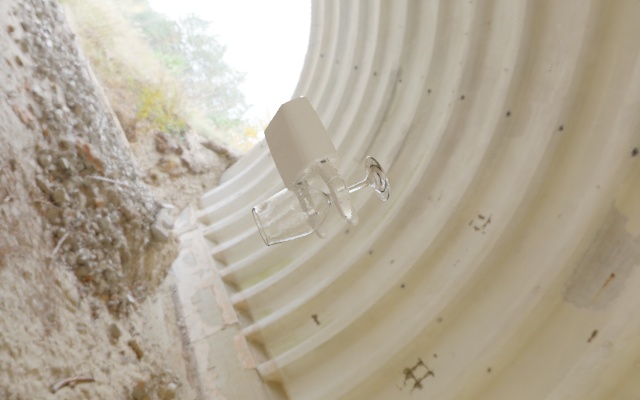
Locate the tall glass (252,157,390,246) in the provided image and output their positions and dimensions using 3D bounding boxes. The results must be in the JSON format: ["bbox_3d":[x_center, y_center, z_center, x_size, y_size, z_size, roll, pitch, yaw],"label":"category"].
[{"bbox_3d":[0.001,0.002,0.725,0.201,0.079,0.079,-23,6,-14],"label":"tall glass"}]
